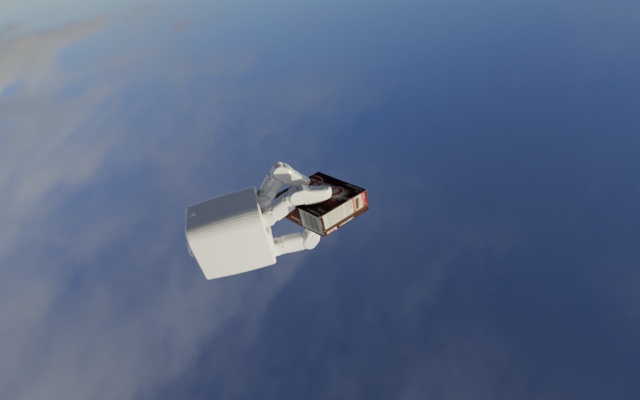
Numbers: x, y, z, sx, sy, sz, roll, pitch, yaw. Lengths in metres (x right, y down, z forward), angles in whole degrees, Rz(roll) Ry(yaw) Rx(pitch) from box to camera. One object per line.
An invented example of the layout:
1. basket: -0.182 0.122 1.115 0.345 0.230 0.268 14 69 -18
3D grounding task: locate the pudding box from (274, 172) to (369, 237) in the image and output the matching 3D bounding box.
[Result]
1. pudding box: 0.000 0.002 0.696 0.090 0.039 0.113 -31 36 -29
